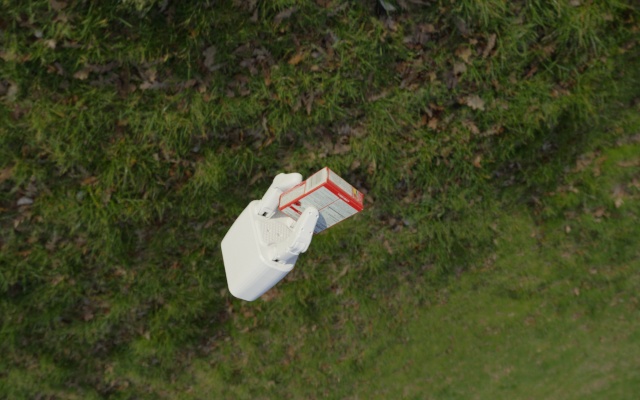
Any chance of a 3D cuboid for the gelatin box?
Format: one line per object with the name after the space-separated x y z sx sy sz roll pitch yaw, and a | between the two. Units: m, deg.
0.000 0.002 0.630 0.089 0.030 0.073 -29 -49 33 | gelatin box
